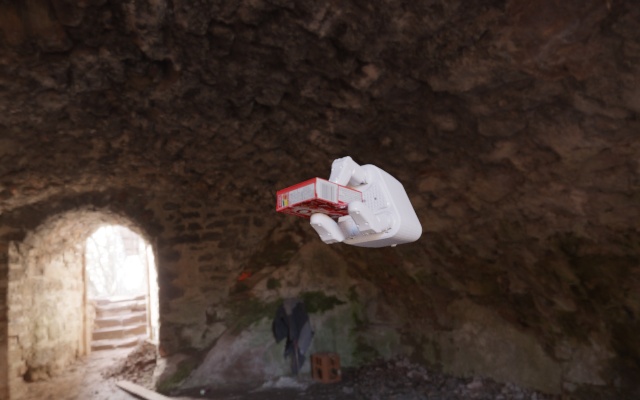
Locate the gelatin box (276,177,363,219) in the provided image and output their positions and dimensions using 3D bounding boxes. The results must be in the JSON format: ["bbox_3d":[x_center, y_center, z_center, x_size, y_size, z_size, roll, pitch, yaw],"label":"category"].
[{"bbox_3d":[0.000,0.001,0.611,0.073,0.030,0.089,-17,-23,41],"label":"gelatin box"}]
